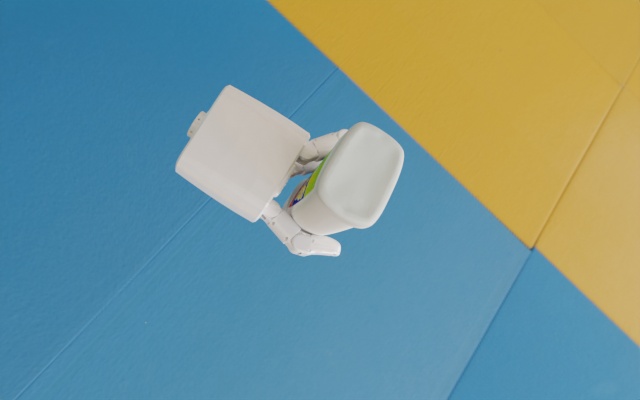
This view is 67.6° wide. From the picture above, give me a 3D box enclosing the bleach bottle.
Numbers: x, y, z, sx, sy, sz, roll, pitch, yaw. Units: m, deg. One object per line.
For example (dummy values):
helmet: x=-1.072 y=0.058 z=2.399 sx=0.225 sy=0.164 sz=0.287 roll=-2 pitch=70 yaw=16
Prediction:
bleach bottle: x=0.000 y=0.002 z=0.548 sx=0.068 sy=0.102 sz=0.251 roll=33 pitch=-22 yaw=-9
